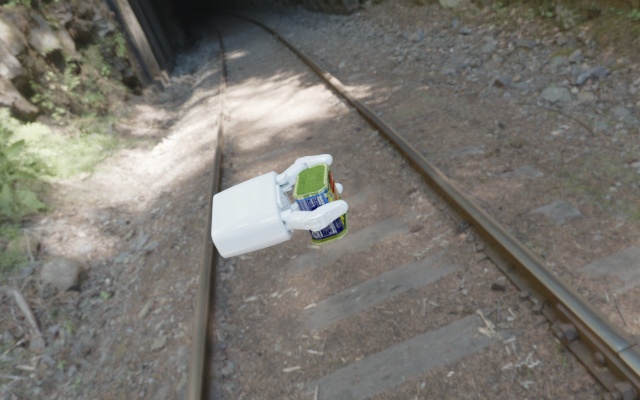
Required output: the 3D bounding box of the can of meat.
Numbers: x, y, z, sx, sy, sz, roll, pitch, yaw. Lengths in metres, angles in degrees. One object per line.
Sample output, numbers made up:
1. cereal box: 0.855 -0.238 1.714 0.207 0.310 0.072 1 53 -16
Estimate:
1. can of meat: 0.000 0.002 0.715 0.057 0.084 0.102 -18 26 11
